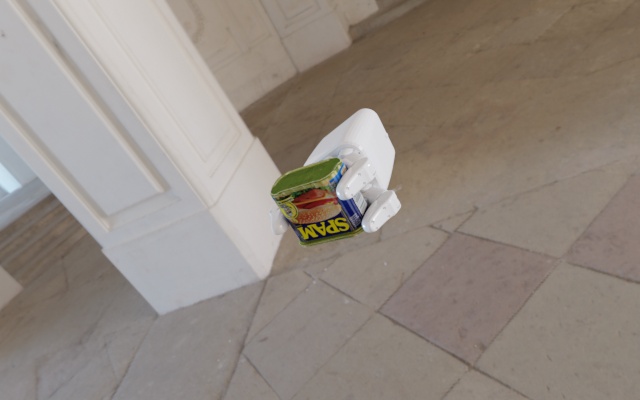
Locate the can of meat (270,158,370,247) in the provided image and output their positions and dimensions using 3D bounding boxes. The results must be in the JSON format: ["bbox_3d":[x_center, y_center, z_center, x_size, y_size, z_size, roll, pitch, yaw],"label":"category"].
[{"bbox_3d":[0.000,0.002,0.582,0.102,0.084,0.057,-15,29,31],"label":"can of meat"}]
